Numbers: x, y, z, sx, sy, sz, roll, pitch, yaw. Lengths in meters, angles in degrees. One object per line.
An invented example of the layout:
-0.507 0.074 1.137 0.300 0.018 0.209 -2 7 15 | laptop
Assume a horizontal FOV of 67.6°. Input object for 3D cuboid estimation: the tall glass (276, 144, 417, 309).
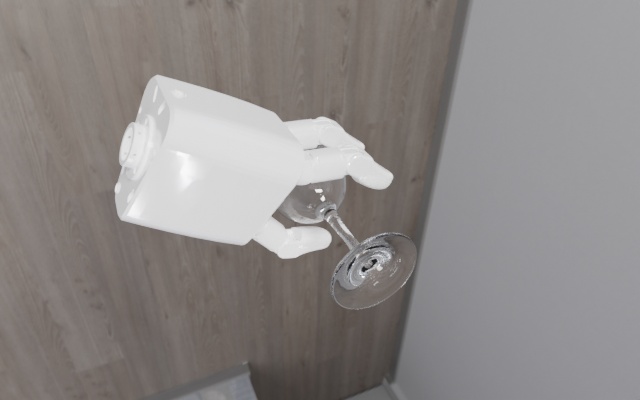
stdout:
0.000 0.002 0.434 0.079 0.079 0.201 0 33 -29 | tall glass
